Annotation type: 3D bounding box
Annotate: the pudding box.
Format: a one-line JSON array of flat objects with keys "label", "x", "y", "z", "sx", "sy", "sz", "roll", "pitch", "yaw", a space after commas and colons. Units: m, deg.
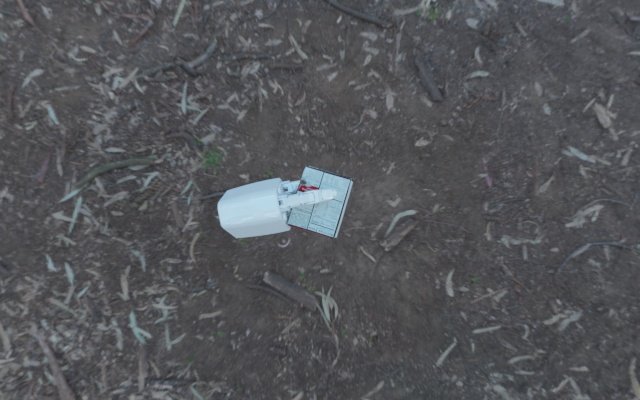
[{"label": "pudding box", "x": 0.000, "y": 0.003, "z": 0.845, "sx": 0.090, "sy": 0.113, "sz": 0.039, "roll": 17, "pitch": 2, "yaw": 7}]
